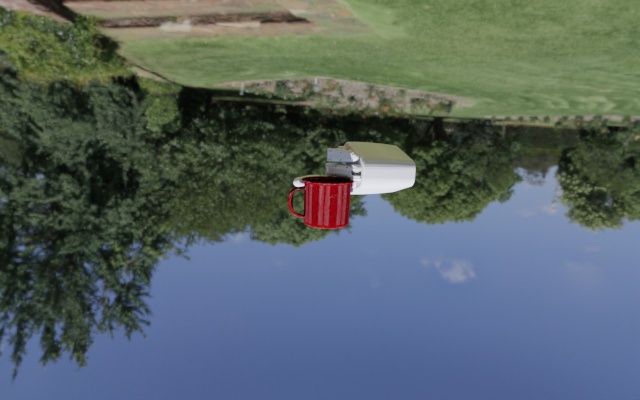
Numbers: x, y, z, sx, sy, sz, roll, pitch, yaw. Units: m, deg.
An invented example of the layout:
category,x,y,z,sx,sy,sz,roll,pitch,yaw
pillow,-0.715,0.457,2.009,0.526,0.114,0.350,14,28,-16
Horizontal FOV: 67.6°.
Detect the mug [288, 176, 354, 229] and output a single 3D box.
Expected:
category,x,y,z,sx,sy,sz,roll,pitch,yaw
mug,-0.001,0.003,0.846,0.117,0.081,0.093,-1,11,-17
